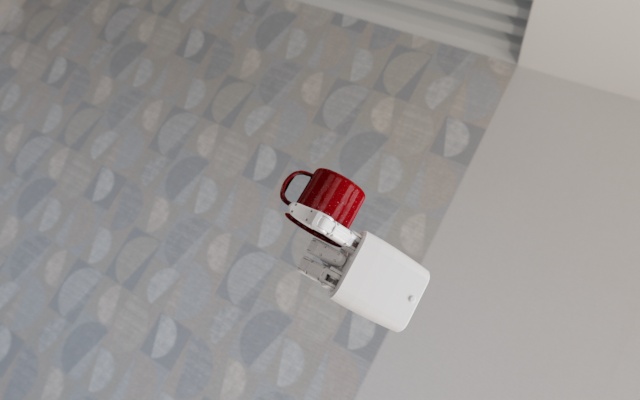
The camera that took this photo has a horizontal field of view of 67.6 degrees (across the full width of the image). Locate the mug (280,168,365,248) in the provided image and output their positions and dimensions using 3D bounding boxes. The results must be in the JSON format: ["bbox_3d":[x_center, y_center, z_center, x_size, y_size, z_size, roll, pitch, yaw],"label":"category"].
[{"bbox_3d":[-0.001,0.001,0.666,0.117,0.081,0.093,31,-10,-7],"label":"mug"}]
